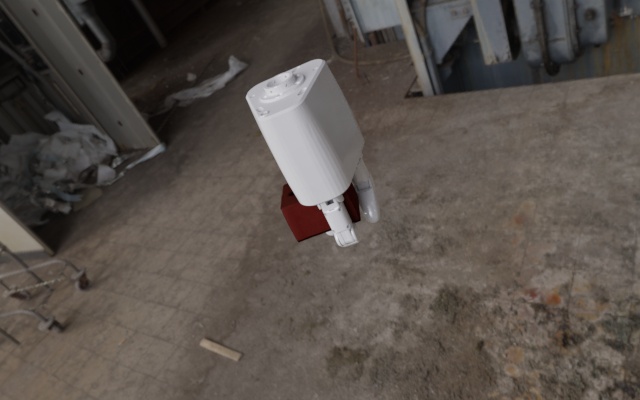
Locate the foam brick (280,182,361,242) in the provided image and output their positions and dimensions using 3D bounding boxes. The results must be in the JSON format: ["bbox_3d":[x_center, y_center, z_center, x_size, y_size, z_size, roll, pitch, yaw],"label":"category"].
[{"bbox_3d":[0.000,0.002,0.539,0.078,0.051,0.053,-21,31,13],"label":"foam brick"}]
